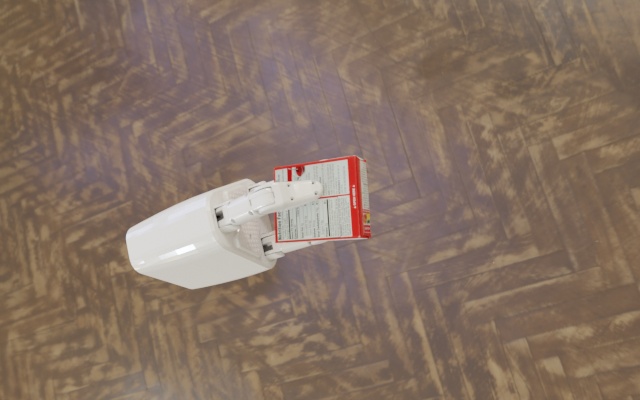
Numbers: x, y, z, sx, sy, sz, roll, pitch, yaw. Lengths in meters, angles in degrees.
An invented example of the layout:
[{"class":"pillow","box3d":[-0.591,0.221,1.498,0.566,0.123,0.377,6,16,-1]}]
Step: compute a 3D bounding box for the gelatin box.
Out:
[{"class":"gelatin box","box3d":[0.000,0.001,0.443,0.089,0.073,0.030,-6,-7,26]}]
